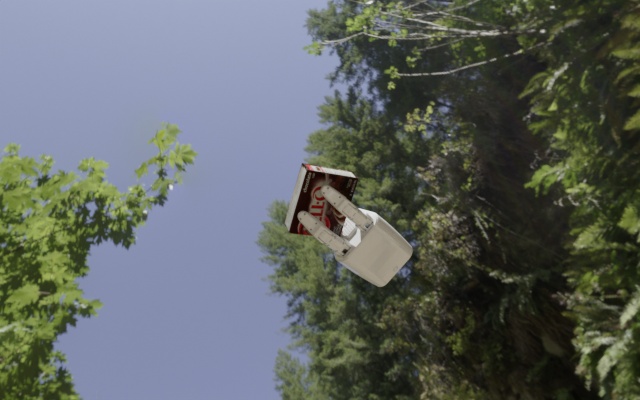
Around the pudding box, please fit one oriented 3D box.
[{"bbox_3d":[0.000,0.002,0.767,0.090,0.113,0.039,8,19,-24],"label":"pudding box"}]
